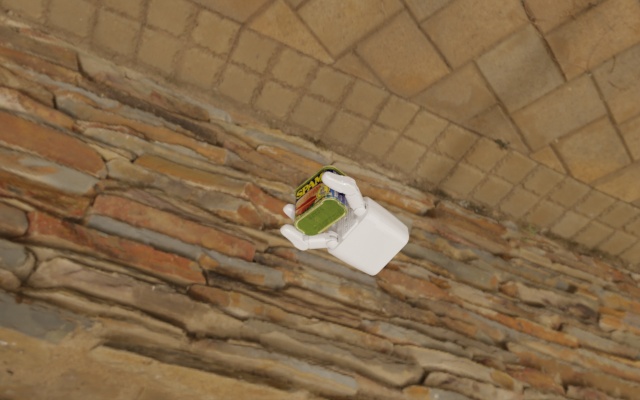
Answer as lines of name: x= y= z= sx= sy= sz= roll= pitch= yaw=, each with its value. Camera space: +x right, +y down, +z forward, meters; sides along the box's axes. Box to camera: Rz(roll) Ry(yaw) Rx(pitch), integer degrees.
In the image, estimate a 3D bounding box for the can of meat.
can of meat: x=0.000 y=0.003 z=0.824 sx=0.057 sy=0.083 sz=0.102 roll=36 pitch=-56 yaw=-28
